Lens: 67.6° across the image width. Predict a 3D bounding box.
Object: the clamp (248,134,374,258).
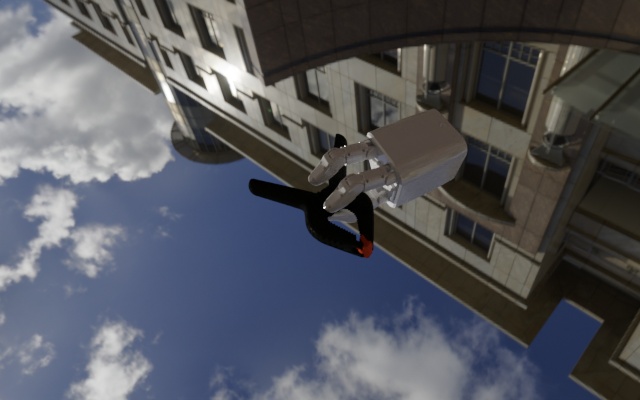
[{"bbox_3d":[0.001,0.003,0.663,0.164,0.209,0.036,-25,-39,-7],"label":"clamp"}]
